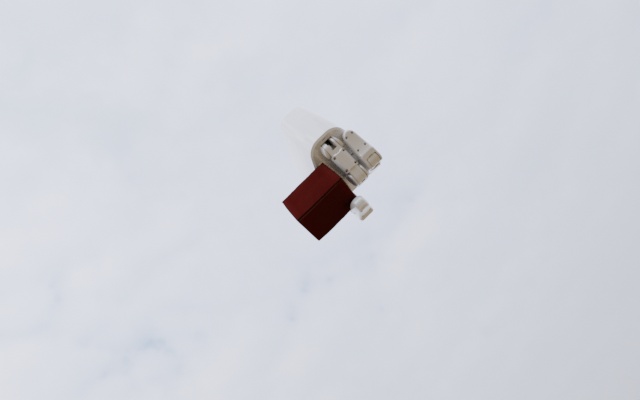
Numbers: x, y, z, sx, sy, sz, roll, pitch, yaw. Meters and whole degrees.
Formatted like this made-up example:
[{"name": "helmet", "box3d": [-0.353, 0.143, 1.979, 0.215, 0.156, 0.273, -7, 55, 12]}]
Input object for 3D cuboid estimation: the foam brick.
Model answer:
[{"name": "foam brick", "box3d": [0.000, 0.002, 0.622, 0.051, 0.078, 0.053, 42, -5, 47]}]
